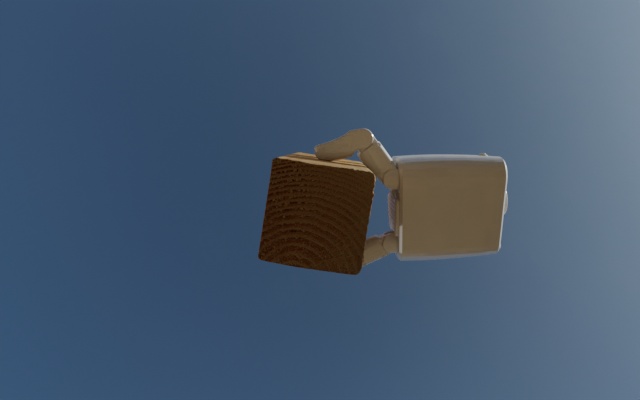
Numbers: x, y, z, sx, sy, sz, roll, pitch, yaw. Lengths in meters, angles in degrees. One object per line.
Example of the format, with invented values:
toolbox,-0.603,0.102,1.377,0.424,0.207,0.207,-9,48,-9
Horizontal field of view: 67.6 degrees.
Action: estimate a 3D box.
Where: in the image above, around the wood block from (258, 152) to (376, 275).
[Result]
wood block,0.000,0.002,0.499,0.090,0.091,0.206,9,7,1
